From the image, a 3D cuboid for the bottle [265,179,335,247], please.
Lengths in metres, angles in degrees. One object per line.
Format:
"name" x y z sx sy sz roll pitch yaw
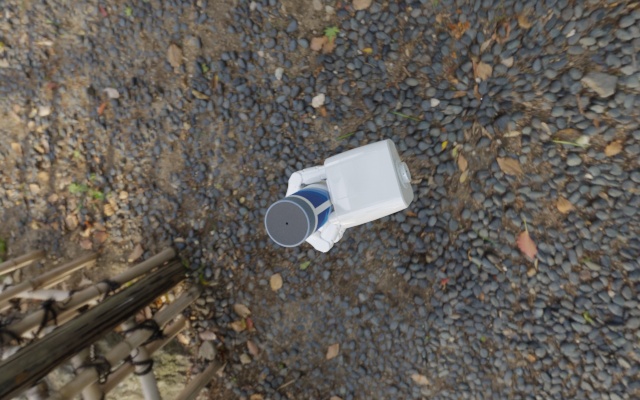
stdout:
"bottle" 0.000 0.003 0.785 0.069 0.069 0.295 0 11 19
